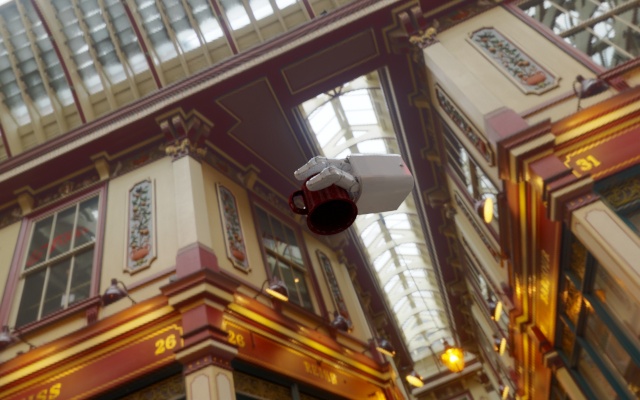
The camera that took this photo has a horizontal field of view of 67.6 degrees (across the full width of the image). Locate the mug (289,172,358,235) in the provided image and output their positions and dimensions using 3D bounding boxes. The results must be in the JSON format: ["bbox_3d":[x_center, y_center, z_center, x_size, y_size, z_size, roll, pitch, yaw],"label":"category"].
[{"bbox_3d":[-0.001,0.003,0.856,0.117,0.093,0.081,-3,44,-16],"label":"mug"}]
